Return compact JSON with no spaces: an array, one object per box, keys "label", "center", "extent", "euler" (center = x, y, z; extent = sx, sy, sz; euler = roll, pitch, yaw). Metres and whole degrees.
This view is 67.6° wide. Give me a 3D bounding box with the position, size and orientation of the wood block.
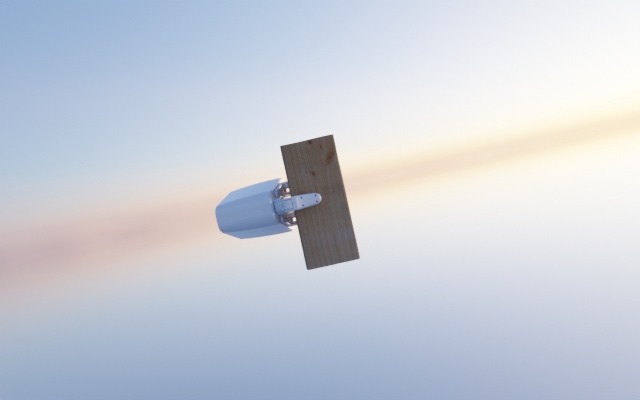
[{"label":"wood block","center":[0.000,0.003,0.807],"extent":[0.090,0.206,0.091],"euler":[-13,1,1]}]
